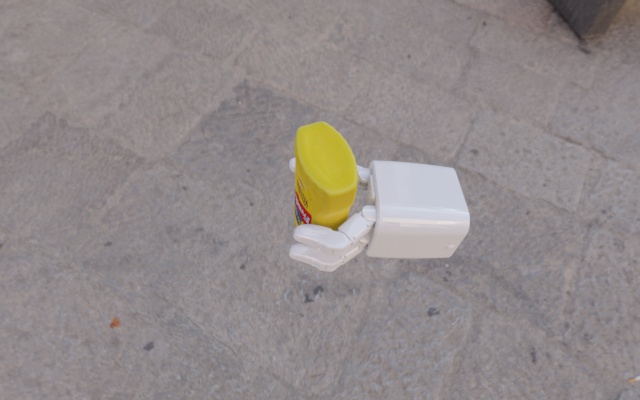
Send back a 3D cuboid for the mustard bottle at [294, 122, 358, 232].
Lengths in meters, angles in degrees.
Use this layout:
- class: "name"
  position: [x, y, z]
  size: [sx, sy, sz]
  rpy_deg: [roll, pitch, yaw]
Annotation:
- class: "mustard bottle"
  position: [0.000, 0.002, 0.569]
  size: [0.058, 0.096, 0.192]
  rpy_deg: [-19, -28, -15]
